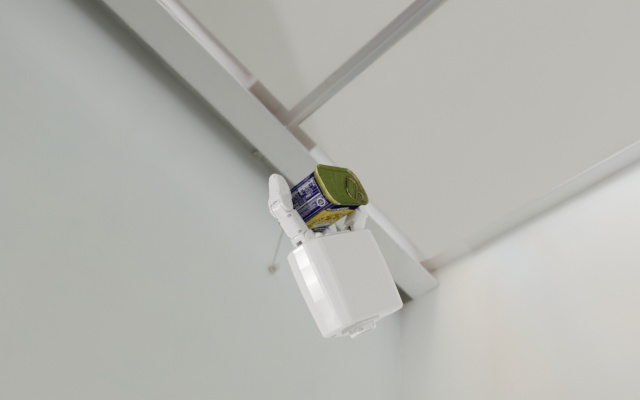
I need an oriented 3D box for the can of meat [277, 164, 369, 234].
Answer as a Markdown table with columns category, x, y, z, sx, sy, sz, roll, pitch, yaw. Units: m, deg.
| category | x | y | z | sx | sy | sz | roll | pitch | yaw |
| --- | --- | --- | --- | --- | --- | --- | --- | --- | --- |
| can of meat | 0.000 | 0.002 | 0.619 | 0.084 | 0.057 | 0.102 | -36 | -19 | 27 |
